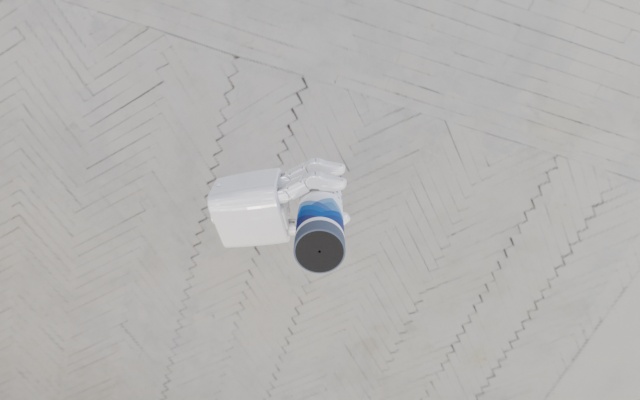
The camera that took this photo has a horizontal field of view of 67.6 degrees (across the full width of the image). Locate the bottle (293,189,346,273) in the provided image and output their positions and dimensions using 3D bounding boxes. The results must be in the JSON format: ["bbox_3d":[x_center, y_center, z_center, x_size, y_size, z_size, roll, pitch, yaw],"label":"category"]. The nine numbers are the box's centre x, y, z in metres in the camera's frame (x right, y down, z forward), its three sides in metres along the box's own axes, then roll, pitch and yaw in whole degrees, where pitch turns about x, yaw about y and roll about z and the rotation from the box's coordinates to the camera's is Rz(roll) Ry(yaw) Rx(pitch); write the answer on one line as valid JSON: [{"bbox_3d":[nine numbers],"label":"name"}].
[{"bbox_3d":[0.000,0.003,0.738,0.069,0.069,0.295,0,25,1],"label":"bottle"}]
